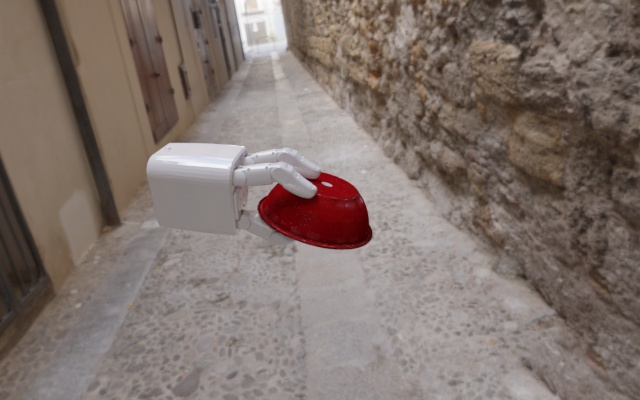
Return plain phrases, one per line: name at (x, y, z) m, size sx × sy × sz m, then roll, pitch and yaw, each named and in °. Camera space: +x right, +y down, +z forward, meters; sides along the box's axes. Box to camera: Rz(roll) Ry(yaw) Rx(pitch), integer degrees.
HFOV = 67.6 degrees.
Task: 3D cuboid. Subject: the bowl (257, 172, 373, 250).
bowl at (0.001, 0.002, 0.641) m, size 0.162 × 0.055 × 0.162 m, roll 14°, pitch 21°, yaw -6°
